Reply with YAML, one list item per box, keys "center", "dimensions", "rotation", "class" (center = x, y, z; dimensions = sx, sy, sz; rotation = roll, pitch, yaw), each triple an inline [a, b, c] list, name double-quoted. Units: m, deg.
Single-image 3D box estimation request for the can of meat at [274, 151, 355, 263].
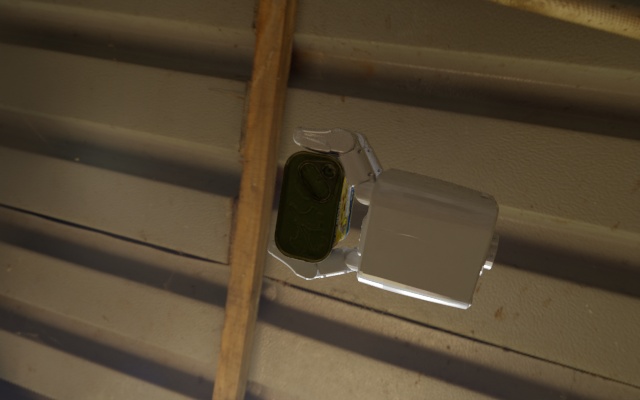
- center: [0.000, 0.002, 0.477]
  dimensions: [0.057, 0.102, 0.084]
  rotation: [11, 10, 15]
  class: "can of meat"
